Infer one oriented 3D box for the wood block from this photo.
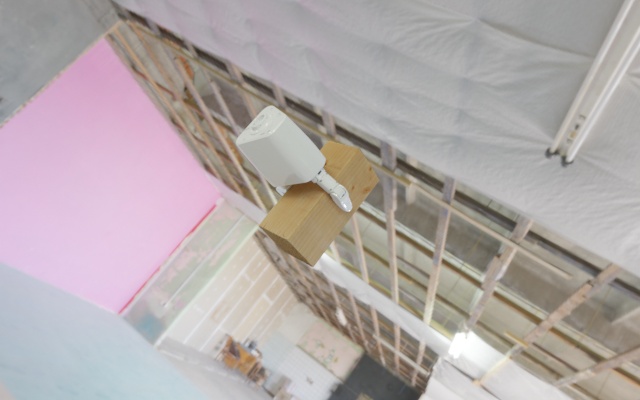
[{"bbox_3d":[0.000,0.003,0.859,0.091,0.206,0.090,22,-22,46],"label":"wood block"}]
